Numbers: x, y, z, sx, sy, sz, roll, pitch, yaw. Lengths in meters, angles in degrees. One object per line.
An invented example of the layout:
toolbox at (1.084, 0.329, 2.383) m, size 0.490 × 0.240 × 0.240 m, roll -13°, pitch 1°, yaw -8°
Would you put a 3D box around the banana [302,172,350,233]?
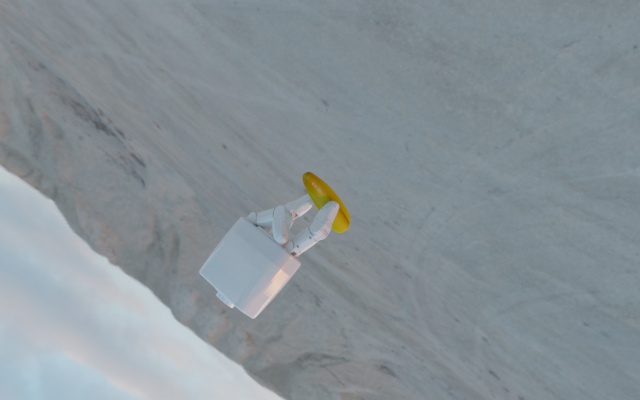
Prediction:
banana at (0.015, 0.014, 0.768) m, size 0.069 × 0.037 × 0.198 m, roll 37°, pitch -9°, yaw 20°
